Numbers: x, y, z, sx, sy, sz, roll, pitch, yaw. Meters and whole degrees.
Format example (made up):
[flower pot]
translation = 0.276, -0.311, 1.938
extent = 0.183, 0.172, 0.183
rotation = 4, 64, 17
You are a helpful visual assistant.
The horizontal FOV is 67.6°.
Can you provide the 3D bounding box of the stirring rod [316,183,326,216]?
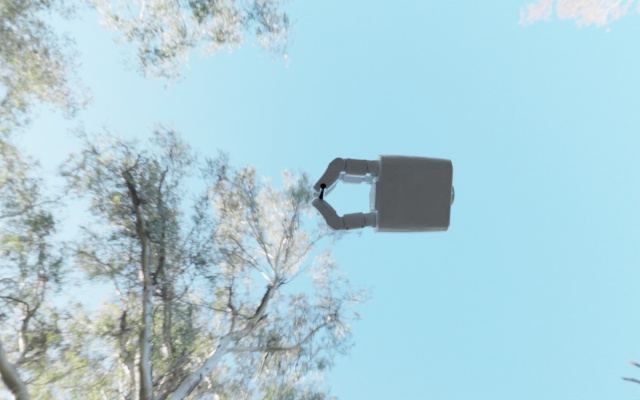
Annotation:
[stirring rod]
translation = 0.000, 0.002, 0.735
extent = 0.011, 0.011, 0.239
rotation = 0, -10, -2
